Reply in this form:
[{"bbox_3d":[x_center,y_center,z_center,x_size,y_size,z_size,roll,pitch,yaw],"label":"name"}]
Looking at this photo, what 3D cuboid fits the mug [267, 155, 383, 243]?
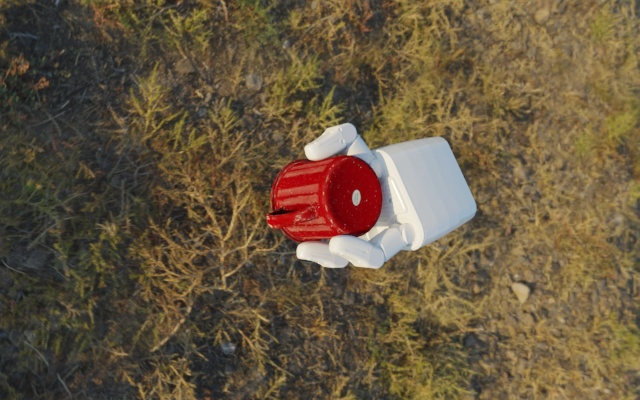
[{"bbox_3d":[-0.001,0.002,0.483,0.117,0.093,0.081,-20,9,-37],"label":"mug"}]
